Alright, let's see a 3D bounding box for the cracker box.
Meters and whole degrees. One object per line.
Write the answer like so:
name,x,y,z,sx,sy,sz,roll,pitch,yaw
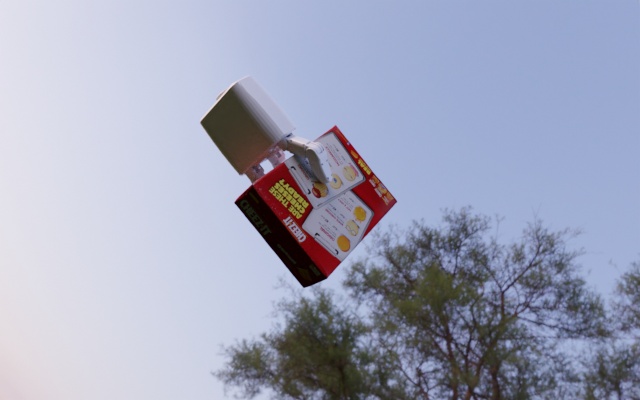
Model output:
cracker box,0.000,0.002,0.727,0.213,0.164,0.072,-41,4,-42
